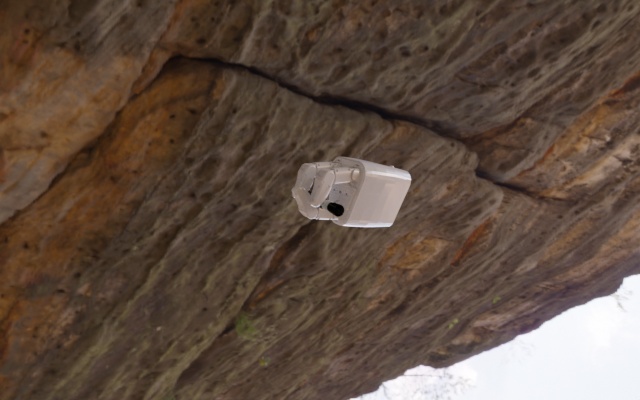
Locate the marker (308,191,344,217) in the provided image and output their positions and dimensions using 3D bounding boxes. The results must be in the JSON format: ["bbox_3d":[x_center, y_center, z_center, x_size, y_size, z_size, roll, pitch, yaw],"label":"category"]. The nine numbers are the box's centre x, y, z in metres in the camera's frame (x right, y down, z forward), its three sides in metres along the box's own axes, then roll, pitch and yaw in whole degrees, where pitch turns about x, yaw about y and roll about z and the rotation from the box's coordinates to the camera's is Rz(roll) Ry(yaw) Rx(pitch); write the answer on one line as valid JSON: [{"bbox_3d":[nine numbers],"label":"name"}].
[{"bbox_3d":[0.000,0.002,0.752,0.020,0.020,0.121,0,13,-31],"label":"marker"}]
